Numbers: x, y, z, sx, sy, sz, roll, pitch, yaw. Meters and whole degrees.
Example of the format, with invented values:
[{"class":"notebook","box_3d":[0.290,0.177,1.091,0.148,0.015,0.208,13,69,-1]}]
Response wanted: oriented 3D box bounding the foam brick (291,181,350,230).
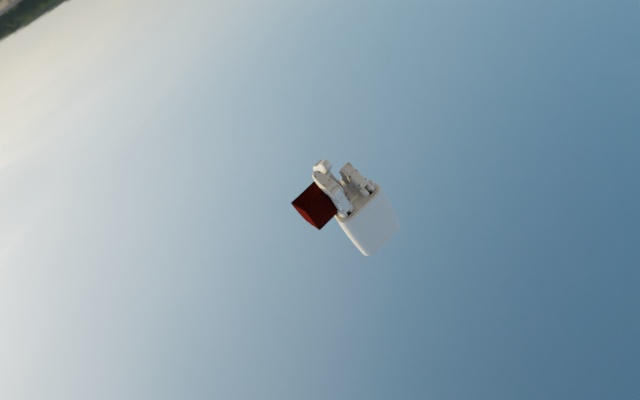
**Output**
[{"class":"foam brick","box_3d":[0.000,0.003,0.835,0.053,0.078,0.051,31,-19,52]}]
